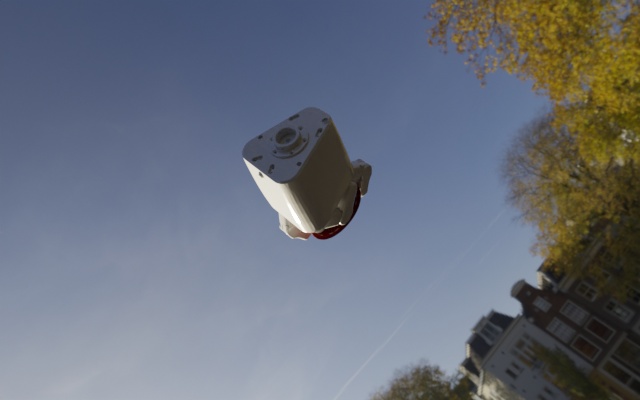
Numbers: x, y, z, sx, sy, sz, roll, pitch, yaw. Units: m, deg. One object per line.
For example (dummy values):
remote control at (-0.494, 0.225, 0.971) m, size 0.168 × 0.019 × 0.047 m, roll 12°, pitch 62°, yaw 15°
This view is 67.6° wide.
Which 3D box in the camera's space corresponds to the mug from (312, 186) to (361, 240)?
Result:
mug at (0.000, 0.003, 0.694) m, size 0.081 × 0.093 × 0.117 m, roll 38°, pitch -16°, yaw 34°
